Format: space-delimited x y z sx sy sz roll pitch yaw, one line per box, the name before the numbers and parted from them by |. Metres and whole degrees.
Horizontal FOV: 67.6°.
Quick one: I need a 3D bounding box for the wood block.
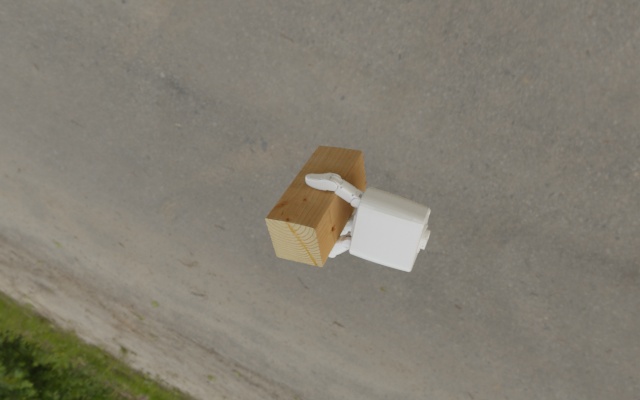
wood block | 0.000 0.003 0.824 0.090 0.091 0.206 10 44 24
